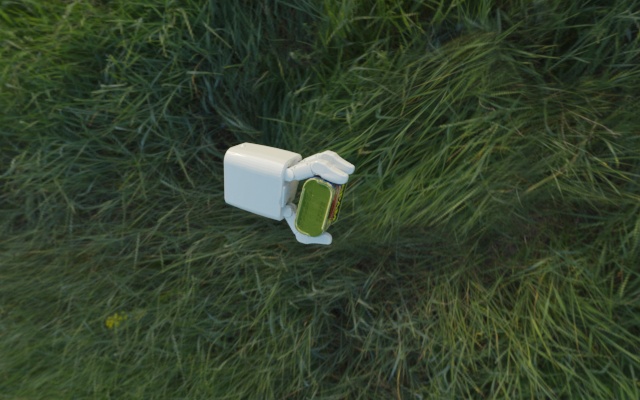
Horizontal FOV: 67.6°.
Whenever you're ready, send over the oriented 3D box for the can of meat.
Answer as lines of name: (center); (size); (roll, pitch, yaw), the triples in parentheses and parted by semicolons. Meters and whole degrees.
can of meat: (0.000, 0.003, 0.791); (0.057, 0.102, 0.084); (19, 20, 12)
